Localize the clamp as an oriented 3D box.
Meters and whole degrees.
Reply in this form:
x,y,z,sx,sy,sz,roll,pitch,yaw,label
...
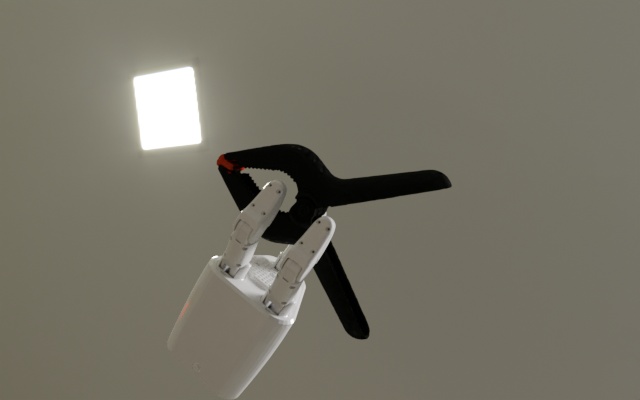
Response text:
x,y,z,sx,sy,sz,roll,pitch,yaw,label
0.000,0.001,0.436,0.210,0.164,0.036,36,13,14,clamp
